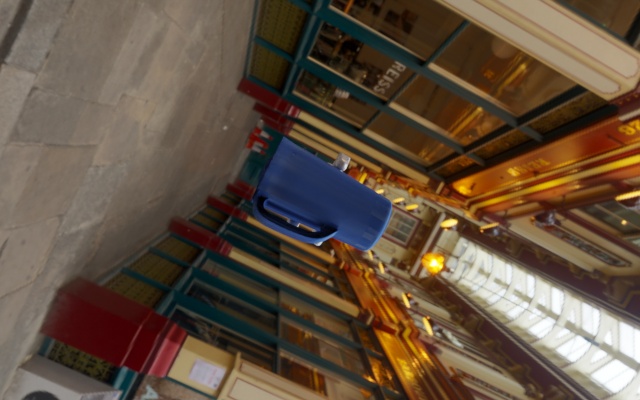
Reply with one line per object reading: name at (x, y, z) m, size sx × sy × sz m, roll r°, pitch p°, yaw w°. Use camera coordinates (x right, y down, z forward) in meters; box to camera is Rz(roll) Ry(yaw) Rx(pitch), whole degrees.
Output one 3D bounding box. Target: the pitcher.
pitcher at (0.000, 0.003, 0.871) m, size 0.243 × 0.149 × 0.145 m, roll 27°, pitch 5°, yaw -6°
